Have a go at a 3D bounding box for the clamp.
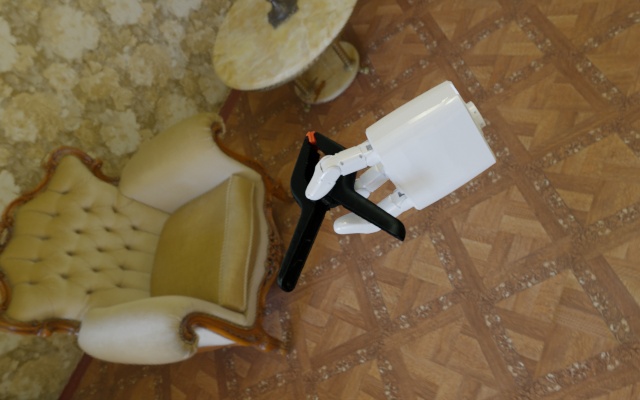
[{"bbox_3d":[0.000,0.001,0.586,0.164,0.209,0.036,-32,-42,17],"label":"clamp"}]
